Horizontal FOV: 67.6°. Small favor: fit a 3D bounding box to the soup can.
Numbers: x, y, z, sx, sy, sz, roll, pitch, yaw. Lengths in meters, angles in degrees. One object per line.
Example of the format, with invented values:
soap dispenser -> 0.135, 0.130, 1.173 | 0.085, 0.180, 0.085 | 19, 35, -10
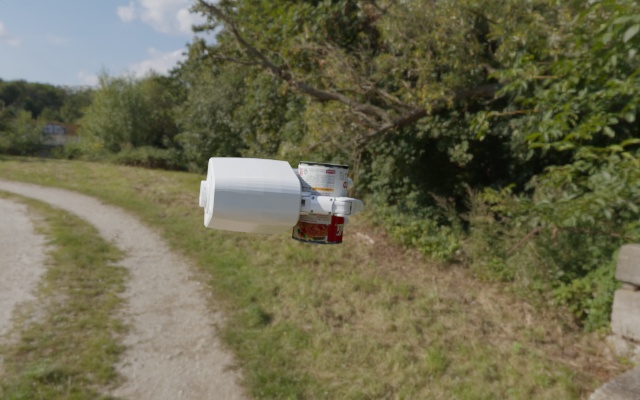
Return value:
soup can -> 0.001, 0.002, 0.629 | 0.068, 0.102, 0.068 | 5, 4, 0
